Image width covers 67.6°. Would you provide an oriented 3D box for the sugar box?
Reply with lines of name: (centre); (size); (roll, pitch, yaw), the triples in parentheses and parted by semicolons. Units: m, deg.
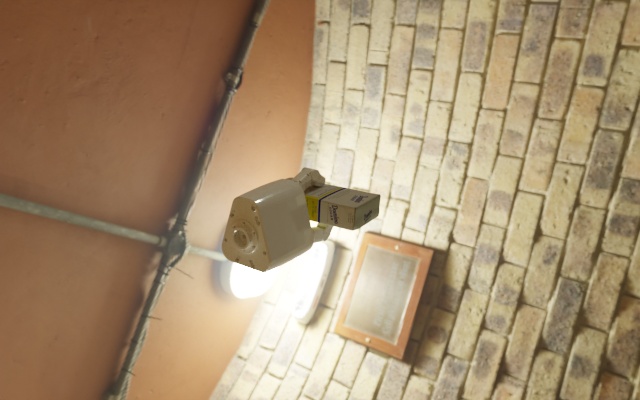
sugar box: (0.000, 0.003, 0.788); (0.176, 0.048, 0.093); (15, 22, 29)
